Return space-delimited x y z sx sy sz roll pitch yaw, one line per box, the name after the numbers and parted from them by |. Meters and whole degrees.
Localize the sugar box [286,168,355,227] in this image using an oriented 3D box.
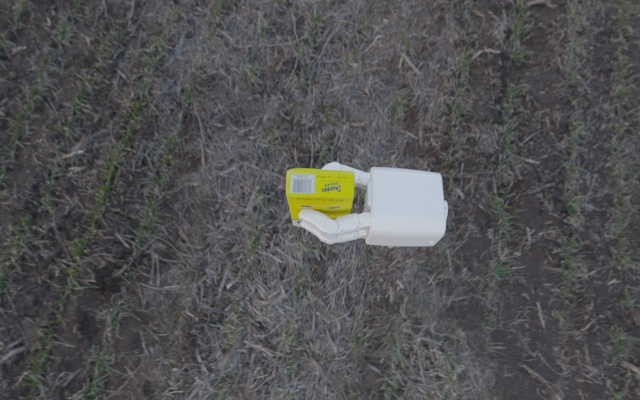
0.000 0.003 0.720 0.093 0.048 0.176 3 -19 2 | sugar box
